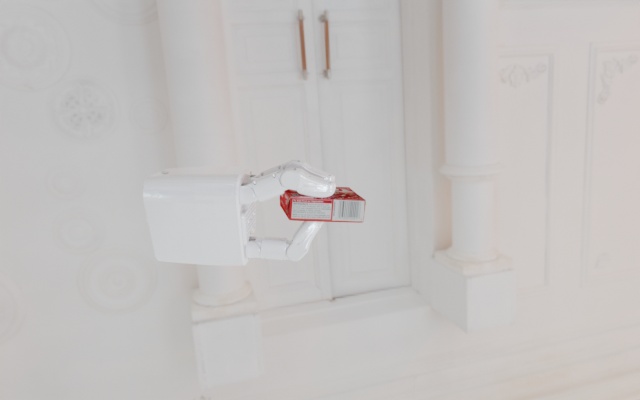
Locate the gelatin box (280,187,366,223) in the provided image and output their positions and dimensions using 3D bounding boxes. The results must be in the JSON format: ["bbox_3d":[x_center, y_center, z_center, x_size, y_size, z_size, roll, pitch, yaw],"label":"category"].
[{"bbox_3d":[0.000,0.002,0.558,0.089,0.030,0.073,3,12,-12],"label":"gelatin box"}]
